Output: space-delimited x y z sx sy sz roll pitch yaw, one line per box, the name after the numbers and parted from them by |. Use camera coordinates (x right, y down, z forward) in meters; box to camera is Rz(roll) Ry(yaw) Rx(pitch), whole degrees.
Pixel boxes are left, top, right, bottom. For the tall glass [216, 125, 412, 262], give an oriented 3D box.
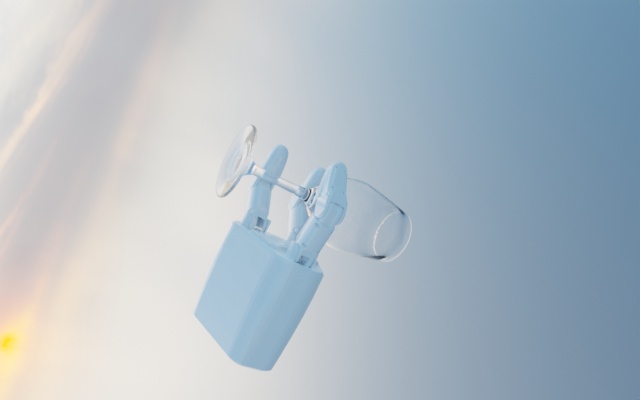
0.000 0.001 0.487 0.201 0.079 0.079 25 -12 -27 | tall glass
